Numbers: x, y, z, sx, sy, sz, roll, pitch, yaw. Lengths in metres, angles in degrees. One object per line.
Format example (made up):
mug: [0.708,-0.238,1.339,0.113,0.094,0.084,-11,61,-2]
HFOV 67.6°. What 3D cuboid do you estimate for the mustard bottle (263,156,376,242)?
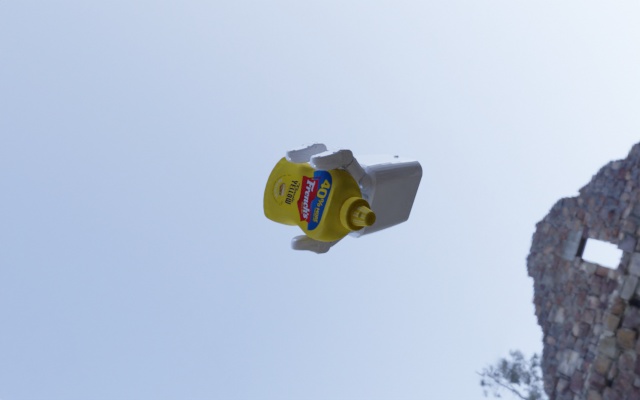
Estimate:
mustard bottle: [0.000,0.002,0.629,0.058,0.096,0.191,19,0,-41]
